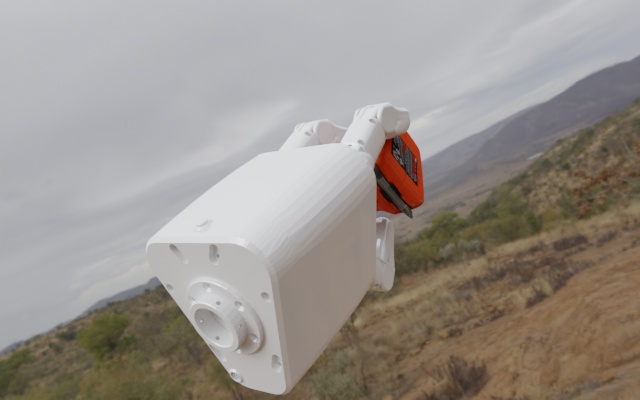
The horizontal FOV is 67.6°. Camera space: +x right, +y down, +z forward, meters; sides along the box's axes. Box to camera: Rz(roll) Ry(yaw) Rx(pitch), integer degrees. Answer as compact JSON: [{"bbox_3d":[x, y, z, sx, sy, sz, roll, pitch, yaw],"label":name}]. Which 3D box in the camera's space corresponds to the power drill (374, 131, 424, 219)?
[{"bbox_3d":[0.000,0.001,0.430,0.188,0.057,0.184,-35,21,25],"label":"power drill"}]
